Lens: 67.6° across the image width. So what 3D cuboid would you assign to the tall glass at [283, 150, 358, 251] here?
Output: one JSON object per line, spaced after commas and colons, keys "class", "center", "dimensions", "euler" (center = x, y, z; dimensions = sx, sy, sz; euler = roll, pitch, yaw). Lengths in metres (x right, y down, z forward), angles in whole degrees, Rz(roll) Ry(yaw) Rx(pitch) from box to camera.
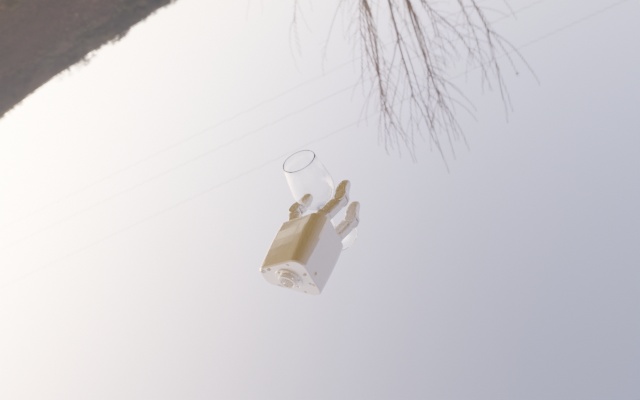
{"class": "tall glass", "center": [0.000, 0.003, 0.884], "dimensions": [0.079, 0.201, 0.079], "euler": [-18, 36, 14]}
